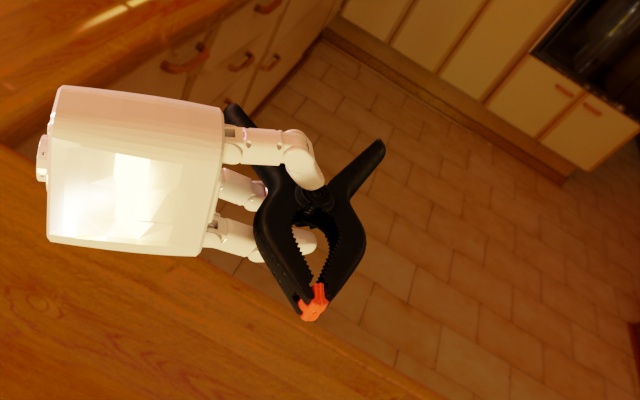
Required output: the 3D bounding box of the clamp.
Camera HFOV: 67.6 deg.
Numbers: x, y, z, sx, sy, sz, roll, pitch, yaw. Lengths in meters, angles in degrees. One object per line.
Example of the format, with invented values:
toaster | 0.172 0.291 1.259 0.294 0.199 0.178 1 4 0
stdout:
clamp | 0.000 0.001 0.413 0.164 0.209 0.036 5 -40 -20
